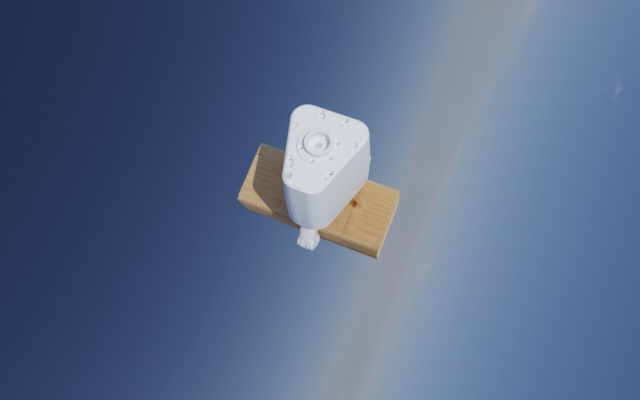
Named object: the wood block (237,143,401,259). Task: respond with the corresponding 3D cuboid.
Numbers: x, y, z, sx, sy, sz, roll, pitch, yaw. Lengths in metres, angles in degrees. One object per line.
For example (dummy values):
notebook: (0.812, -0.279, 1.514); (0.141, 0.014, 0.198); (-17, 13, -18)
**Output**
wood block: (0.000, 0.002, 0.687); (0.206, 0.091, 0.090); (20, -10, 11)
